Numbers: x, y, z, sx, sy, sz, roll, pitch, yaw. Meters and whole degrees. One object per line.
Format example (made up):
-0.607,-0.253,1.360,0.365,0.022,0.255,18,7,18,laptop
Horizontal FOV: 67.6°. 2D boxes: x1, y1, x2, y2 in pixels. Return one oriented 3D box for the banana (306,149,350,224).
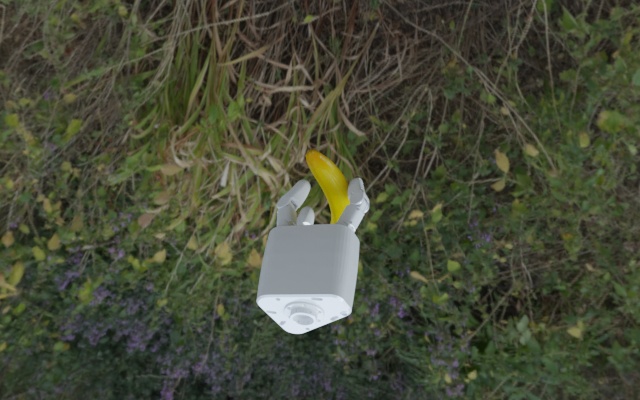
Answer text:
0.019,0.006,0.700,0.069,0.037,0.198,5,-42,9,banana
